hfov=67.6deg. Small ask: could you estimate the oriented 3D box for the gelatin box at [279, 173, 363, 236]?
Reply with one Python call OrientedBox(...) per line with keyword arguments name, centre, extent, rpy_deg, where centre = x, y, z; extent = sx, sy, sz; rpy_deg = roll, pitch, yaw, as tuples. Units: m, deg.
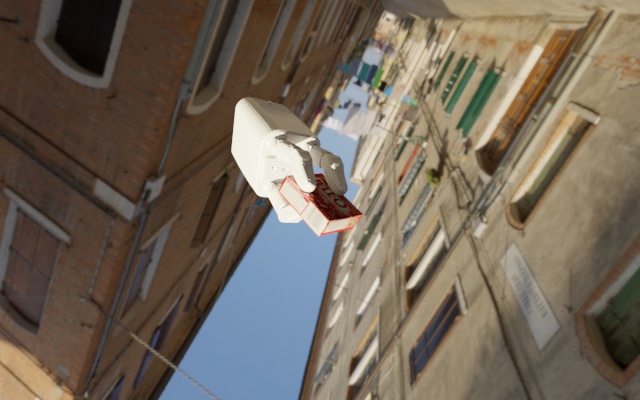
OrientedBox(name="gelatin box", centre=(0.000, 0.003, 0.617), extent=(0.073, 0.030, 0.089), rpy_deg=(-7, 47, -51))
